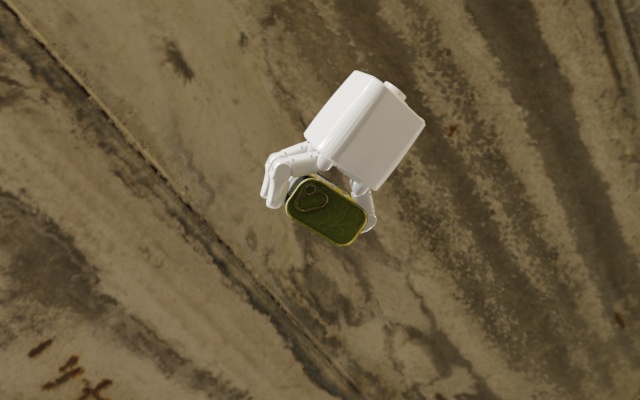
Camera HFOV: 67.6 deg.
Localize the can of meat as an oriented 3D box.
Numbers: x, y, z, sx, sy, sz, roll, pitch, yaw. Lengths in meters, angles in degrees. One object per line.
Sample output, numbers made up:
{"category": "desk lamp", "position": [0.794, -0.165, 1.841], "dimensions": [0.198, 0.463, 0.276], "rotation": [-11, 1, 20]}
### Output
{"category": "can of meat", "position": [0.000, 0.002, 0.605], "dimensions": [0.102, 0.057, 0.084], "rotation": [32, 11, -22]}
